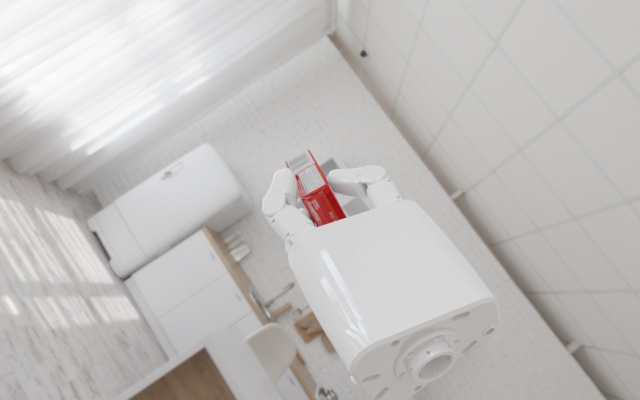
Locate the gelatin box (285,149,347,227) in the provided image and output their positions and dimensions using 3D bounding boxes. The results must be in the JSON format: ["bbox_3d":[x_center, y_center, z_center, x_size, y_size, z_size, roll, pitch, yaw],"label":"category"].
[{"bbox_3d":[0.000,0.001,0.457,0.030,0.073,0.089,-28,30,1],"label":"gelatin box"}]
